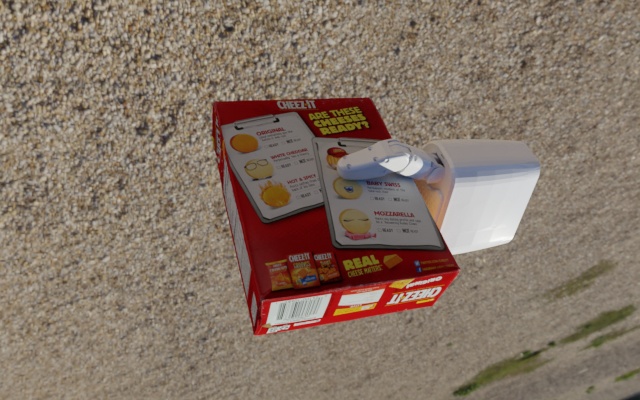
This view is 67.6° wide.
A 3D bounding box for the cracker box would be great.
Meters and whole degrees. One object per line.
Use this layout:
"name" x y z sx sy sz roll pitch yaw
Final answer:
"cracker box" 0.000 0.001 0.431 0.164 0.213 0.072 -5 -39 -20
